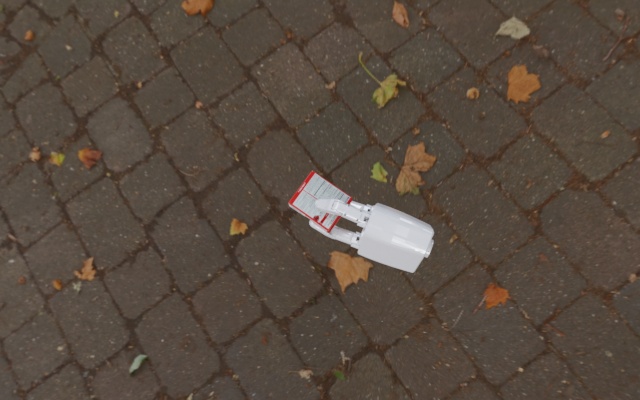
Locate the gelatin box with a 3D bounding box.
[{"bbox_3d":[0.000,0.002,0.838,0.089,0.073,0.030,35,-9,6],"label":"gelatin box"}]
